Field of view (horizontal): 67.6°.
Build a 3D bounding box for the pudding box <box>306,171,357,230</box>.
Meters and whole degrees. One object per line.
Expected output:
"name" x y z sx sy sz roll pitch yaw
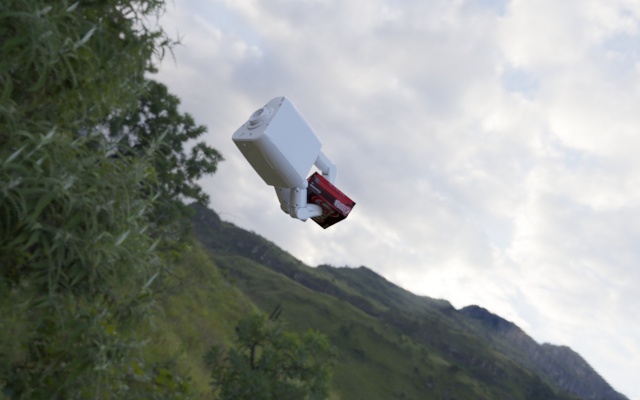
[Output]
"pudding box" 0.000 0.003 0.834 0.090 0.039 0.113 39 -21 -7
